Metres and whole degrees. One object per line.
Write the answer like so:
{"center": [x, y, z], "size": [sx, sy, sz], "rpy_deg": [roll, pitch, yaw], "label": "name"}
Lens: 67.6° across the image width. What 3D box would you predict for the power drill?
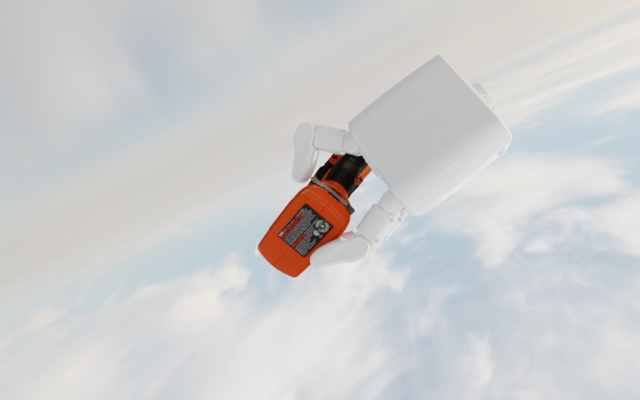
{"center": [0.000, 0.002, 0.534], "size": [0.057, 0.184, 0.187], "rpy_deg": [37, 33, -3], "label": "power drill"}
